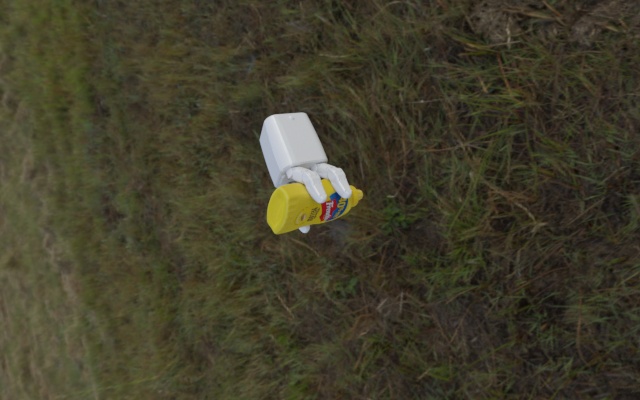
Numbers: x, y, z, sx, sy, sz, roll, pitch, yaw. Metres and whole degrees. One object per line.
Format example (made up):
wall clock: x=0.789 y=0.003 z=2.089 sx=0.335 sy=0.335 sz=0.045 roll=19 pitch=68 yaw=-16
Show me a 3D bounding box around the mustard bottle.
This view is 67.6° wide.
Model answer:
mustard bottle: x=0.000 y=0.003 z=0.873 sx=0.191 sy=0.096 sz=0.058 roll=-12 pitch=49 yaw=-35
